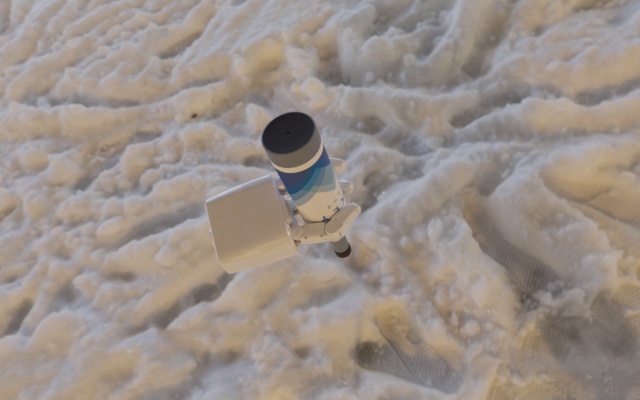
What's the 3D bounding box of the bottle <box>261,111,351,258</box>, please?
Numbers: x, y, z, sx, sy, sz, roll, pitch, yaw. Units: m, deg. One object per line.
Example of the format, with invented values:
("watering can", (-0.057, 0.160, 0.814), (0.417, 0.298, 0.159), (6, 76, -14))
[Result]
("bottle", (0.000, 0.002, 0.666), (0.069, 0.069, 0.296), (0, -33, 18))
